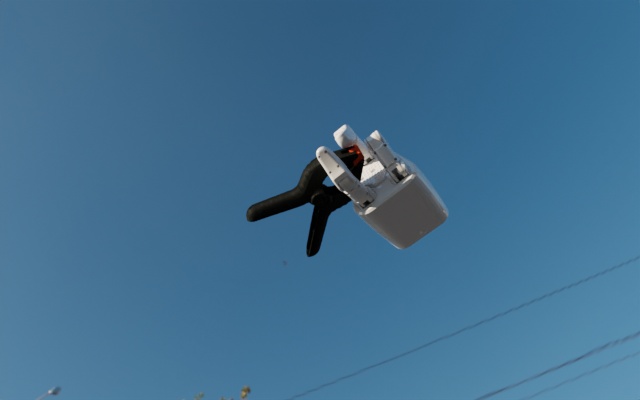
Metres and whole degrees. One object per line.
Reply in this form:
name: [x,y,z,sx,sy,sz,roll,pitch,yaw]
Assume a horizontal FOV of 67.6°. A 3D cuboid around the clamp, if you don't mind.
clamp: [0.000,0.002,0.635,0.171,0.039,0.120,-37,-52,14]
